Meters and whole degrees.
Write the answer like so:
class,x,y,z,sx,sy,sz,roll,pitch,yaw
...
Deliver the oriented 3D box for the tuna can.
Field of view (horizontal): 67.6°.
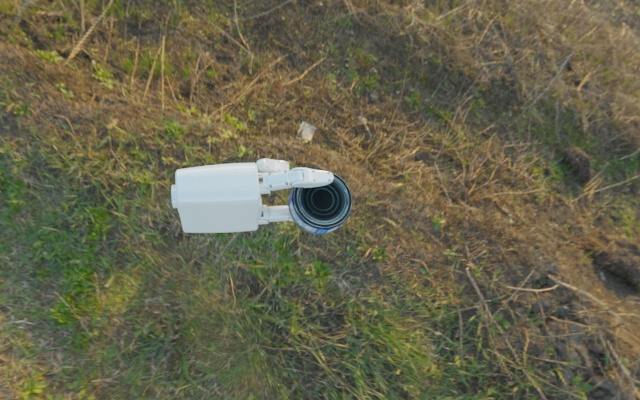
class,x,y,z,sx,sy,sz,roll,pitch,yaw
tuna can,0.000,0.002,0.662,0.086,0.086,0.034,0,-17,-13
